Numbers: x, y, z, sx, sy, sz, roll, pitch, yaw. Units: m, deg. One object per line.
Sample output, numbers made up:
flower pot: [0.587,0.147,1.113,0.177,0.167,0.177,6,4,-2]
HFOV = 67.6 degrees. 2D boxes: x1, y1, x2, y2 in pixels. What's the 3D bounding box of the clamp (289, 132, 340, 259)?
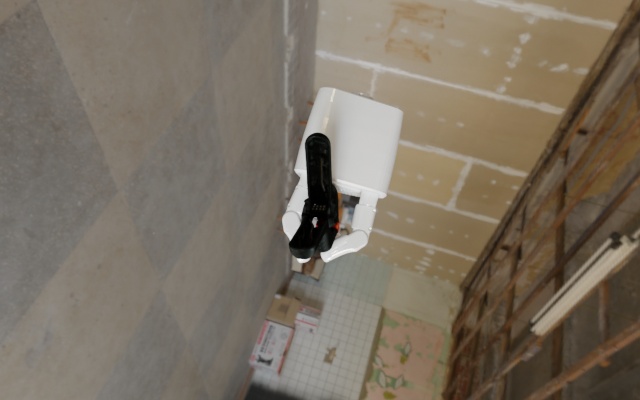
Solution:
clamp: [0.001,0.002,0.507,0.039,0.120,0.171,12,-5,7]
